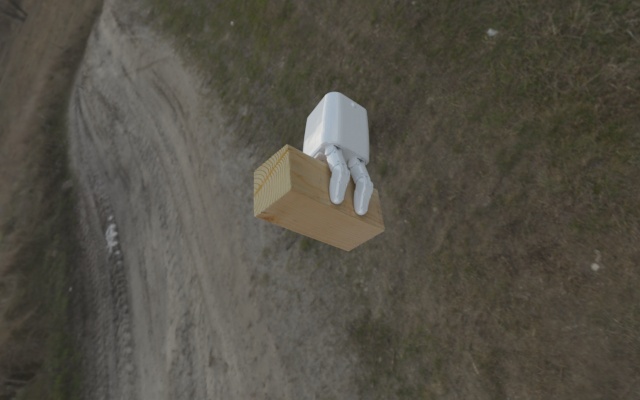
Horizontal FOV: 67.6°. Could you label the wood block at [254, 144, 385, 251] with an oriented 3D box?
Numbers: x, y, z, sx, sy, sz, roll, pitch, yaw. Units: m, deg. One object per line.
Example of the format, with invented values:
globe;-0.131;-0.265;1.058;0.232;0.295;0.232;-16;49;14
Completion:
wood block;0.000;0.002;0.786;0.206;0.090;0.091;24;-43;-37
